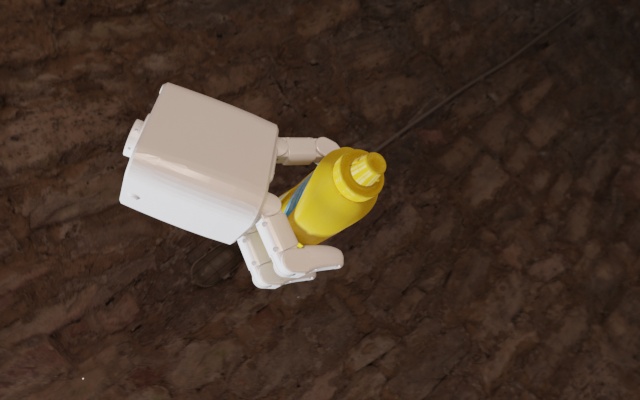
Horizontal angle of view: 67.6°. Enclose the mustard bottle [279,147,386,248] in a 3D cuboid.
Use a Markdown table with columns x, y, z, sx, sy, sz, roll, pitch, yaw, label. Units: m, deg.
| x | y | z | sx | sy | sz | roll | pitch | yaw | label |
| --- | --- | --- | --- | --- | --- | --- | --- | --- | --- |
| 0.000 | 0.002 | 0.434 | 0.096 | 0.058 | 0.192 | -51 | 8 | -31 | mustard bottle |
